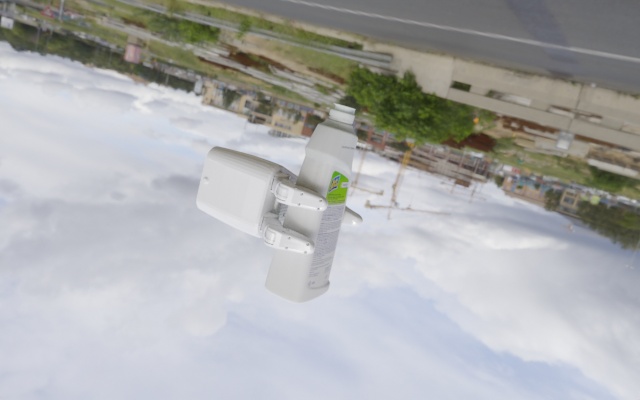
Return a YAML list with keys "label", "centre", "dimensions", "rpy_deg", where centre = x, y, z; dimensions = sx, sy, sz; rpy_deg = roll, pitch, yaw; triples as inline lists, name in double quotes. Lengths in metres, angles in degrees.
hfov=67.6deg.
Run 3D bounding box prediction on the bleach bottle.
- label: "bleach bottle"
  centre: [0.000, 0.002, 0.616]
  dimensions: [0.068, 0.251, 0.102]
  rpy_deg: [21, 12, 23]
